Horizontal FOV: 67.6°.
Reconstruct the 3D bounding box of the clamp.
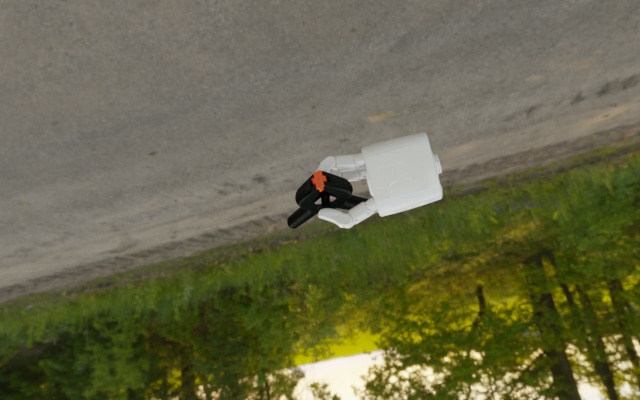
[{"bbox_3d":[0.000,0.003,0.811,0.164,0.036,0.210,-15,-19,9],"label":"clamp"}]
